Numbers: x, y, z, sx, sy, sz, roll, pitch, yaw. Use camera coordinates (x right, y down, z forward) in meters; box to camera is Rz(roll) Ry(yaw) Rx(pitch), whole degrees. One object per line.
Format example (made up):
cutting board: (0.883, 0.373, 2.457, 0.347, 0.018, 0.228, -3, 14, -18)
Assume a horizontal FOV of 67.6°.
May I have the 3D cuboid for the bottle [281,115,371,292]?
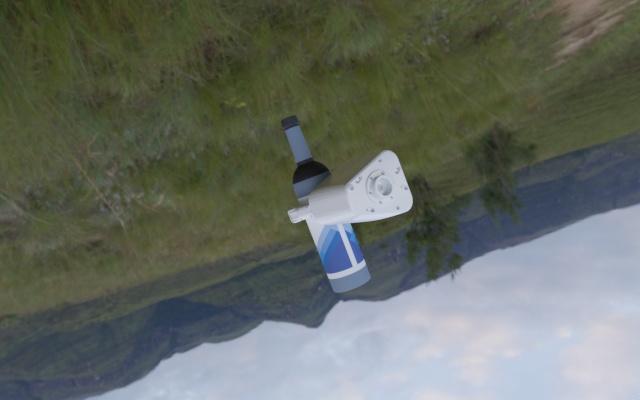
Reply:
bottle: (0.000, 0.003, 0.790, 0.069, 0.296, 0.069, -21, 3, 1)
